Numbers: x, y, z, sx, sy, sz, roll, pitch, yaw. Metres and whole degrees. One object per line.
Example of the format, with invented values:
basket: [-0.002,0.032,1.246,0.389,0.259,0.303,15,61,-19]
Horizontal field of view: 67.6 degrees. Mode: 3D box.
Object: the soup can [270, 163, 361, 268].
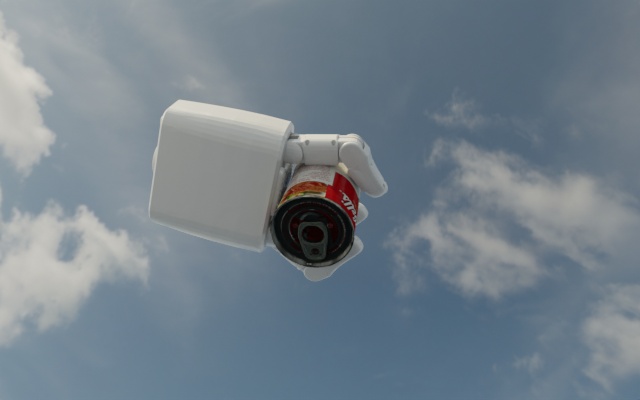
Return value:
soup can: [0.001,0.001,0.419,0.068,0.068,0.102,0,30,9]
